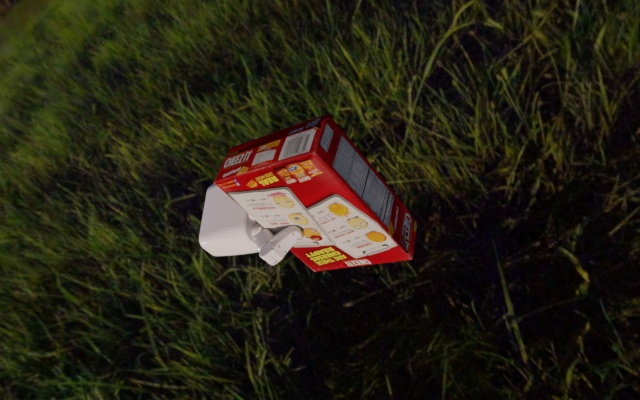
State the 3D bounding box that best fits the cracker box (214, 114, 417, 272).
[{"bbox_3d":[0.000,0.002,0.607,0.164,0.072,0.214,-13,-44,38],"label":"cracker box"}]
